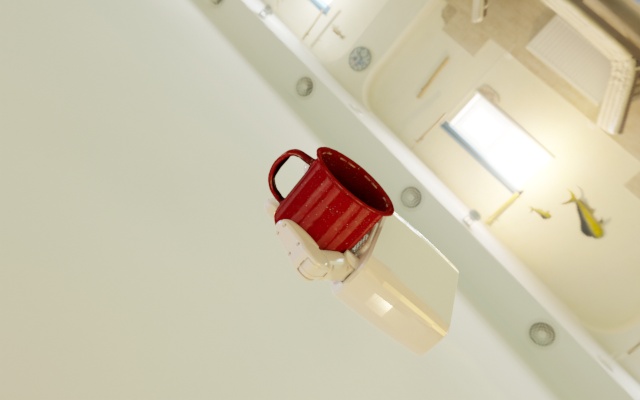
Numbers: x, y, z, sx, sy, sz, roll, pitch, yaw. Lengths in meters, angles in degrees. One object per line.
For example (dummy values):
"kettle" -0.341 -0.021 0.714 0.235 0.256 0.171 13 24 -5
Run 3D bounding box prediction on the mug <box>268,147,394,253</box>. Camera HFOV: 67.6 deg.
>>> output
"mug" -0.001 0.001 0.458 0.117 0.081 0.093 39 21 -5
